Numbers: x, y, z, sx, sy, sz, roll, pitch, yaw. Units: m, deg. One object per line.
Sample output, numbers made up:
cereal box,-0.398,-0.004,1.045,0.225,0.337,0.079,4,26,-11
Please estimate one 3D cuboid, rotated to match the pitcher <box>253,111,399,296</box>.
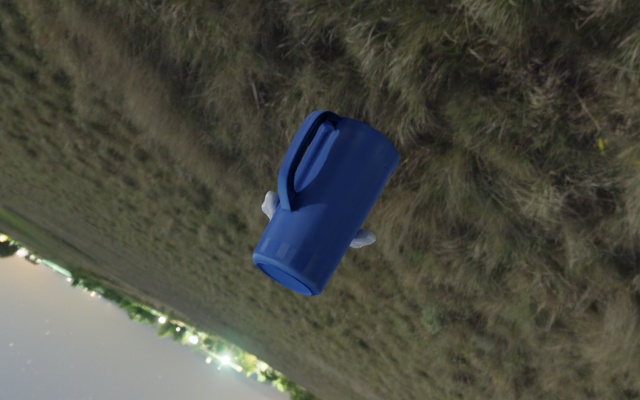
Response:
pitcher,0.000,0.002,0.684,0.149,0.242,0.145,30,-21,0
